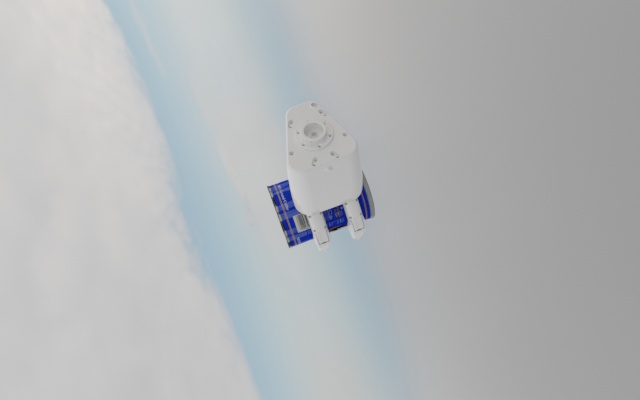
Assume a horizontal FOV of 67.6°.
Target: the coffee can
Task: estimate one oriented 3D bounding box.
[{"bbox_3d":[0.000,0.002,0.739,0.140,0.103,0.103,-20,2,-6],"label":"coffee can"}]
